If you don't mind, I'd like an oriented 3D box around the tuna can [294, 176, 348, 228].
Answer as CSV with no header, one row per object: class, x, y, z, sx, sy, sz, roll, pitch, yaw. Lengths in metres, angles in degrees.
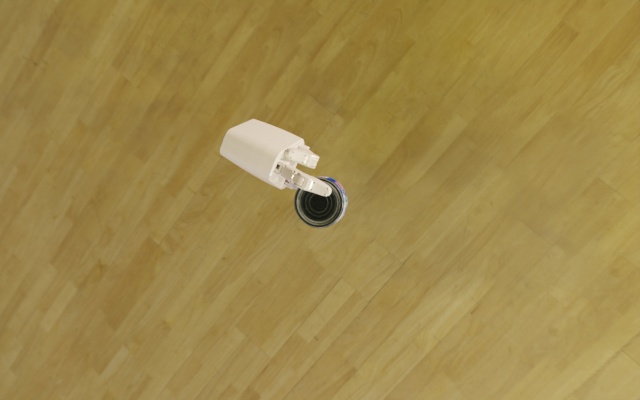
tuna can,0.000,0.003,0.791,0.086,0.086,0.034,0,5,13
